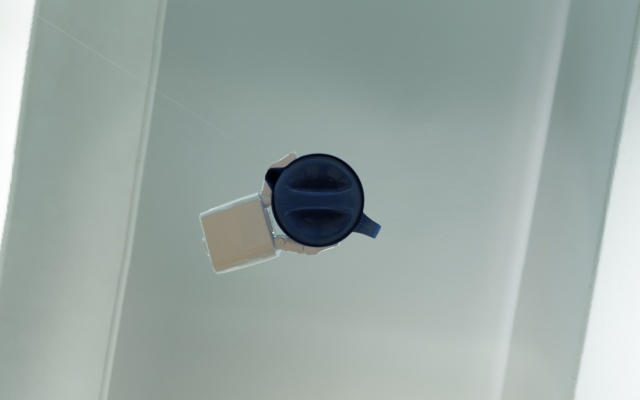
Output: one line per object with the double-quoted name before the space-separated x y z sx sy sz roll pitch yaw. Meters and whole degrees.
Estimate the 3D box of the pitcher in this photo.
"pitcher" 0.000 0.003 0.785 0.145 0.149 0.243 -18 2 -2
